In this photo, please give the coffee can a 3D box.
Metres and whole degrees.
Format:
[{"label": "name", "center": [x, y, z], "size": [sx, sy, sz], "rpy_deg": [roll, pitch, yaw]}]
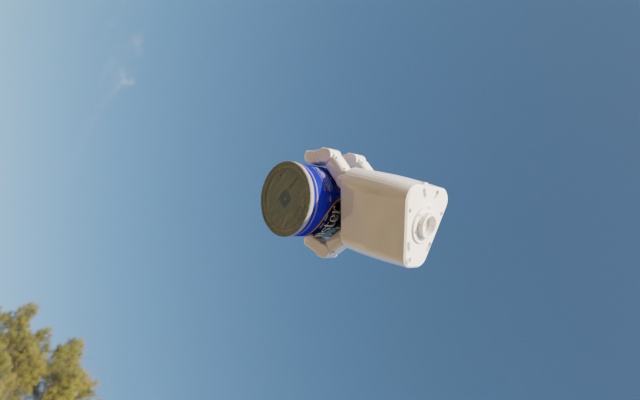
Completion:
[{"label": "coffee can", "center": [0.000, 0.002, 0.690], "size": [0.103, 0.103, 0.140], "rpy_deg": [0, -4, 45]}]
